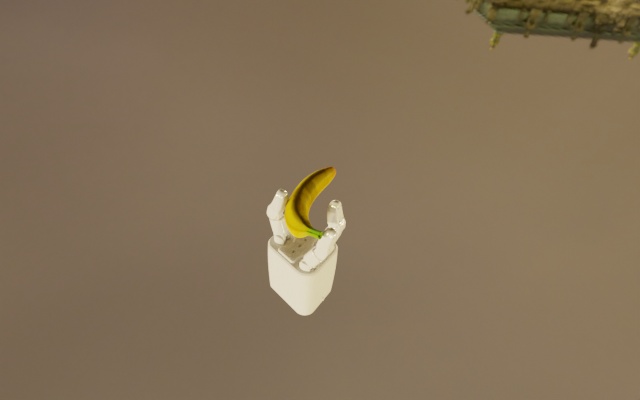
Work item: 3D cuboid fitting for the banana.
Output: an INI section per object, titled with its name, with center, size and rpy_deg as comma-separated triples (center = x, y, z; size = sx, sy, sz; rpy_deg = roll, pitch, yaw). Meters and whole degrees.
[banana]
center = -0.019, 0.003, 0.777
size = 0.069, 0.037, 0.197
rpy_deg = 5, 36, 5
